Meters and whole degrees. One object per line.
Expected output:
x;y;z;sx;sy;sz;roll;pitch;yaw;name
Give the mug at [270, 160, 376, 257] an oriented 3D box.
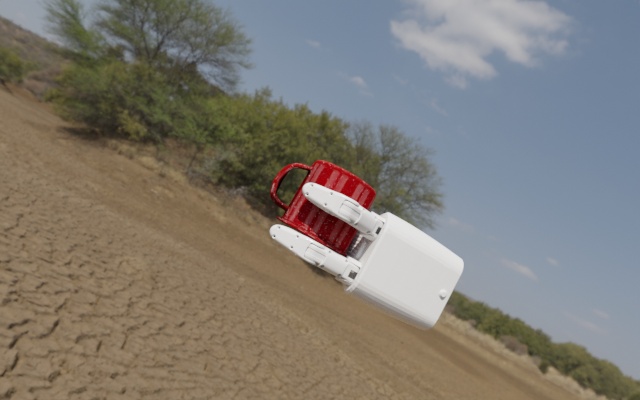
-0.001;0.001;0.540;0.117;0.081;0.093;30;-5;-12;mug
